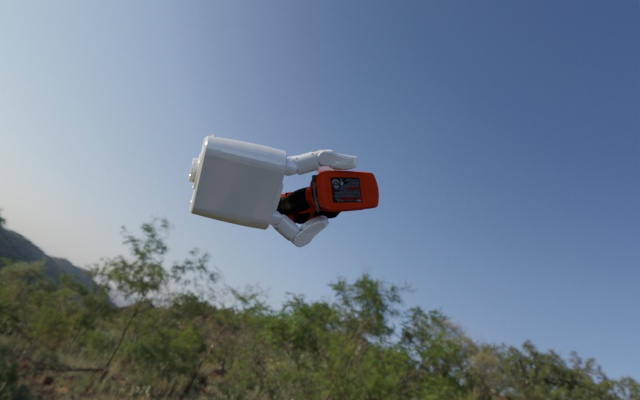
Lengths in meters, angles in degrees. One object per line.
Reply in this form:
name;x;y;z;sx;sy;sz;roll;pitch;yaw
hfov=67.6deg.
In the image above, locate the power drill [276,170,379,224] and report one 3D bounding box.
power drill;0.000;0.002;0.731;0.184;0.057;0.188;-4;-9;-37
